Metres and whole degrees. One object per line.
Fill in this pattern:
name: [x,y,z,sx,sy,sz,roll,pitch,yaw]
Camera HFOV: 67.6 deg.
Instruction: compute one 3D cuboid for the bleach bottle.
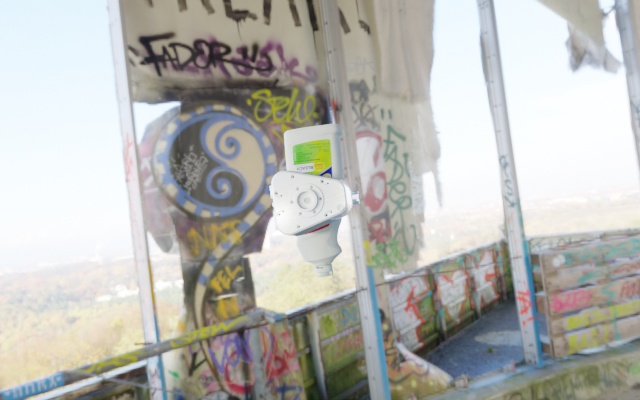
bleach bottle: [0.000,0.003,0.815,0.102,0.251,0.068,-7,-2,6]
